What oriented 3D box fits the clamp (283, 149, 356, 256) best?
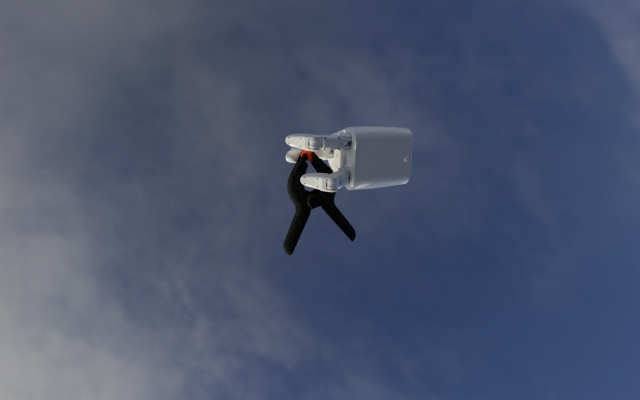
[{"bbox_3d":[0.000,0.002,0.763,0.120,0.171,0.039,-4,17,-20],"label":"clamp"}]
